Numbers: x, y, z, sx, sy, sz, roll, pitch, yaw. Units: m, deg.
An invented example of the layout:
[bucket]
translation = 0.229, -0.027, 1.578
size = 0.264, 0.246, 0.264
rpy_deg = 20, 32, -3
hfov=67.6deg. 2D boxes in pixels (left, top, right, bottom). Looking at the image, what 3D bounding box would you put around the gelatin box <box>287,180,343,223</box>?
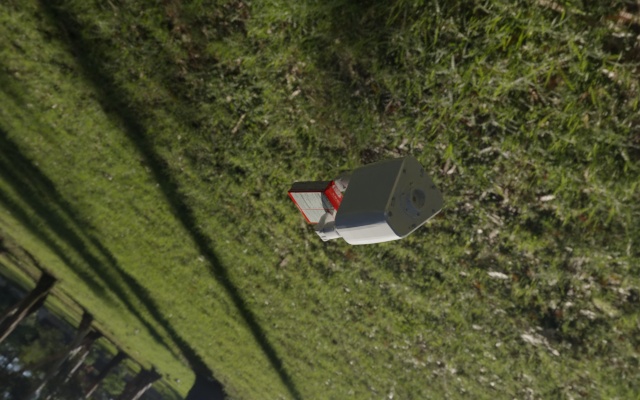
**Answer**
[gelatin box]
translation = 0.000, 0.003, 0.779
size = 0.089, 0.073, 0.030
rpy_deg = -1, 44, 44
